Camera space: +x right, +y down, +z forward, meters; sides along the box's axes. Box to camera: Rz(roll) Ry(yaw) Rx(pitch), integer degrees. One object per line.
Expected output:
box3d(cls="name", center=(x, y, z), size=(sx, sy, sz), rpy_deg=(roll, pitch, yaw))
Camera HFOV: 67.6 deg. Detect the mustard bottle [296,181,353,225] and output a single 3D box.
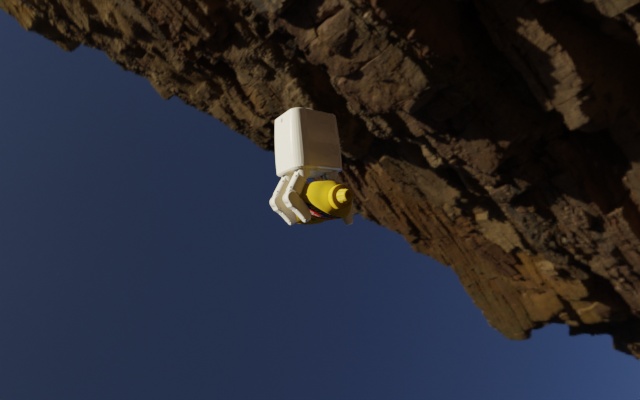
box3d(cls="mustard bottle", center=(0.000, 0.003, 0.841), size=(0.096, 0.058, 0.191), rpy_deg=(26, -19, -23))
